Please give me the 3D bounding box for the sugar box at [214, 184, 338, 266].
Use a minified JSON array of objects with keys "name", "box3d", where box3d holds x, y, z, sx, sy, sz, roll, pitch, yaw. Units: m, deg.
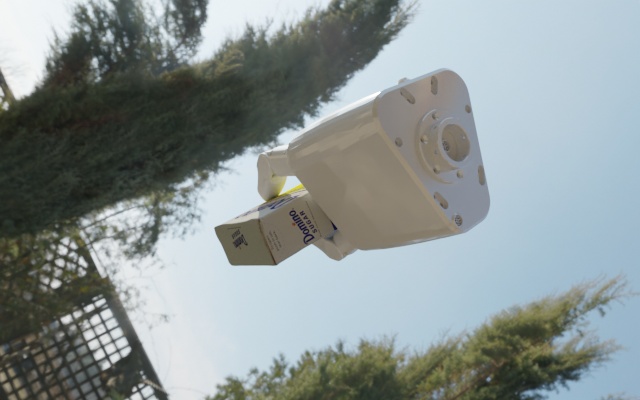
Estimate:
[{"name":"sugar box","box3d":[0.000,0.001,0.437,0.176,0.048,0.093,-26,7,-33]}]
